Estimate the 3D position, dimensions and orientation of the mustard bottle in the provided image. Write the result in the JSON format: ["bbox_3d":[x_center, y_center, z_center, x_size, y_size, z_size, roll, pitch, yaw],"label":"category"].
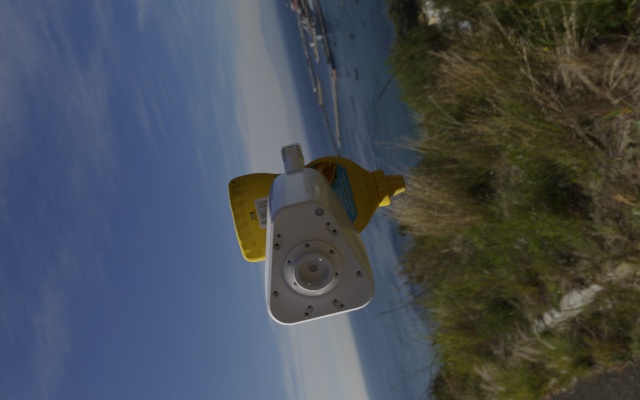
[{"bbox_3d":[0.000,0.002,0.534,0.191,0.096,0.058,-13,-8,0],"label":"mustard bottle"}]
